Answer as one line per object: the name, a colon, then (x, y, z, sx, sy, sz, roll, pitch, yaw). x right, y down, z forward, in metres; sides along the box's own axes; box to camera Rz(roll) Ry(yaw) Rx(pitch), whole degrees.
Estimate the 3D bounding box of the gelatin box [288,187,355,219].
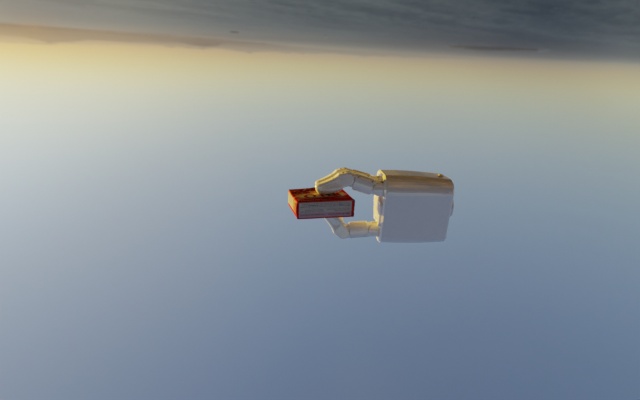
gelatin box: (0.000, 0.003, 0.728, 0.089, 0.030, 0.073, -3, 17, -13)
